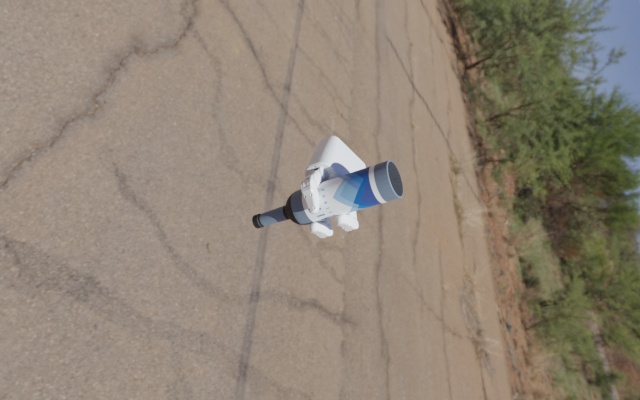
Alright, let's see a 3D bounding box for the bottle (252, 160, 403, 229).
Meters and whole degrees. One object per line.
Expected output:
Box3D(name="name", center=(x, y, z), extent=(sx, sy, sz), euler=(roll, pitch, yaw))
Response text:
Box3D(name="bottle", center=(0.000, 0.003, 0.865), extent=(0.296, 0.069, 0.069), euler=(-17, -8, 27))
